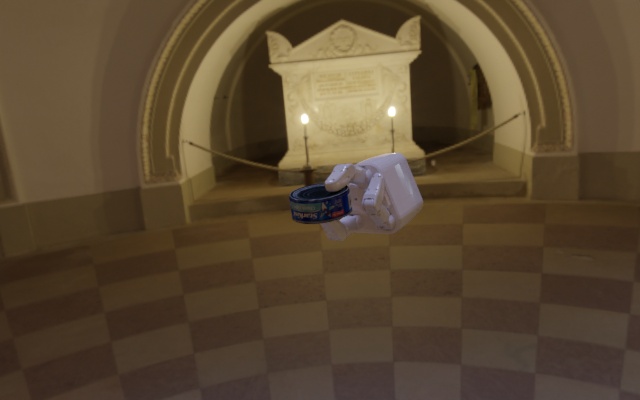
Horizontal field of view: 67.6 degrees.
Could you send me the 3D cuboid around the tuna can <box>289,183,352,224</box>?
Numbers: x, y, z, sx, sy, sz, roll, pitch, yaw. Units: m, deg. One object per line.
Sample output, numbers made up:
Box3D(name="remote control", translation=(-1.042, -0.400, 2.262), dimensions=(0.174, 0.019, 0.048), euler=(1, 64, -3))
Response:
Box3D(name="tuna can", translation=(0.000, 0.002, 0.663), dimensions=(0.086, 0.034, 0.086), euler=(-8, 17, 2))
